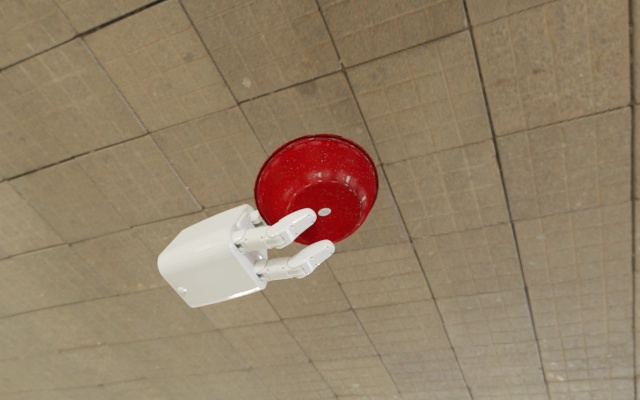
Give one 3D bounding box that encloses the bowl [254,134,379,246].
[{"bbox_3d":[0.001,0.001,0.589,0.162,0.162,0.055,0,32,-11],"label":"bowl"}]
